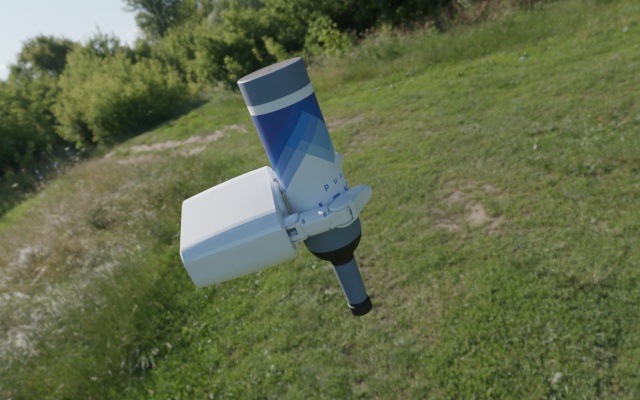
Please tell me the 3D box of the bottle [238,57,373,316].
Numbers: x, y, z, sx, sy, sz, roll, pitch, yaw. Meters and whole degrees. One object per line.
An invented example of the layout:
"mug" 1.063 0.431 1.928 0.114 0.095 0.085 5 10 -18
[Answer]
"bottle" 0.000 0.001 0.512 0.069 0.296 0.069 -18 22 8
